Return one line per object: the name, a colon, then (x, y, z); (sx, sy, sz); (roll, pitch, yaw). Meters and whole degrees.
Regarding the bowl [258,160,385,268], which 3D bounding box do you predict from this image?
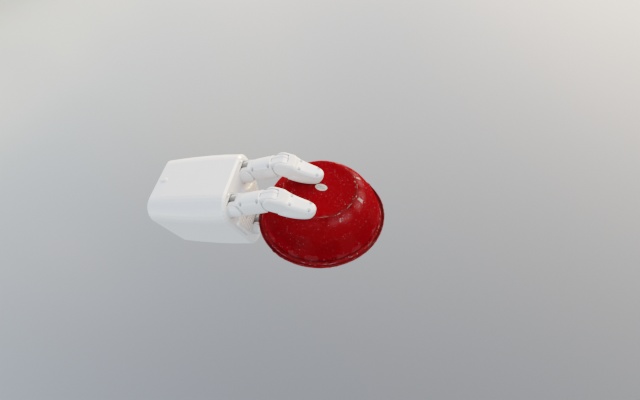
bowl: (0.001, 0.002, 0.594); (0.162, 0.162, 0.055); (0, -39, 3)
